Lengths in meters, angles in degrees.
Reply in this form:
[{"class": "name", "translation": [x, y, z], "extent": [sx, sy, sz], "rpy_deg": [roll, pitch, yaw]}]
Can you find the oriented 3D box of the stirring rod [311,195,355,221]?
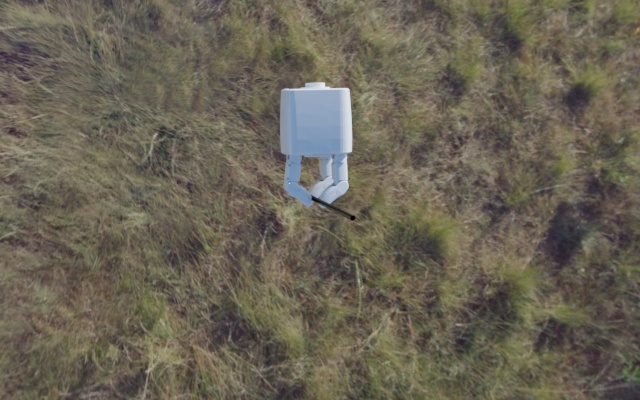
[{"class": "stirring rod", "translation": [0.000, 0.002, 0.787], "extent": [0.011, 0.011, 0.239], "rpy_deg": [0, 11, -23]}]
